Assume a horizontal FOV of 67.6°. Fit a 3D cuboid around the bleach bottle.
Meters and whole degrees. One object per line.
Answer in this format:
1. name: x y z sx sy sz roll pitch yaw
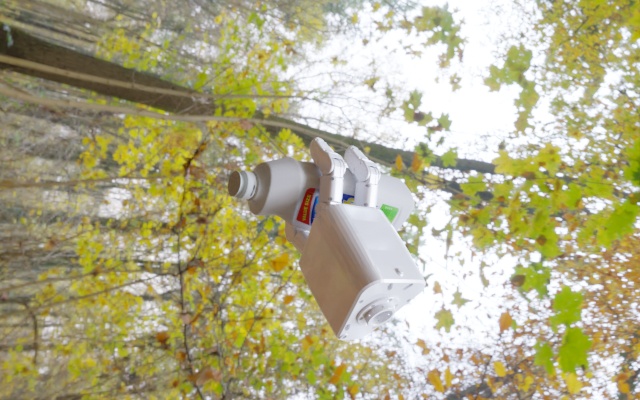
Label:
1. bleach bottle: 0.000 0.002 0.593 0.251 0.103 0.068 8 39 -39
